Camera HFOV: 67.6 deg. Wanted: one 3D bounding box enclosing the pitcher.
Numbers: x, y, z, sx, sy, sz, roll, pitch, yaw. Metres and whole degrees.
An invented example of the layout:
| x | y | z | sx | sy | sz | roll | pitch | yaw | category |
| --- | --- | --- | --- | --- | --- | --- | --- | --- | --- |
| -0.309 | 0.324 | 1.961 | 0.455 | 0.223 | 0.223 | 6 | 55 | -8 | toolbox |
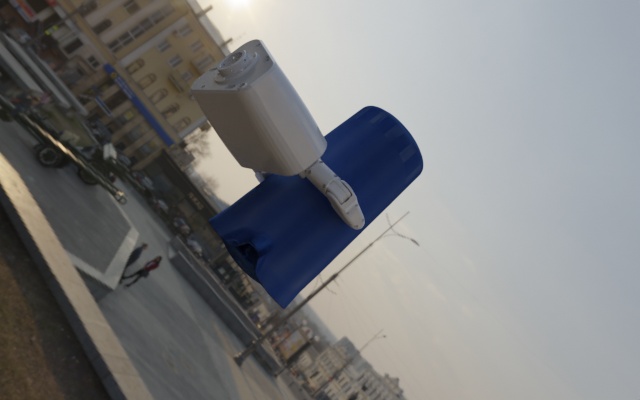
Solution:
| x | y | z | sx | sy | sz | roll | pitch | yaw | category |
| --- | --- | --- | --- | --- | --- | --- | --- | --- | --- |
| 0.000 | 0.002 | 0.575 | 0.243 | 0.145 | 0.149 | -40 | 38 | -9 | pitcher |
